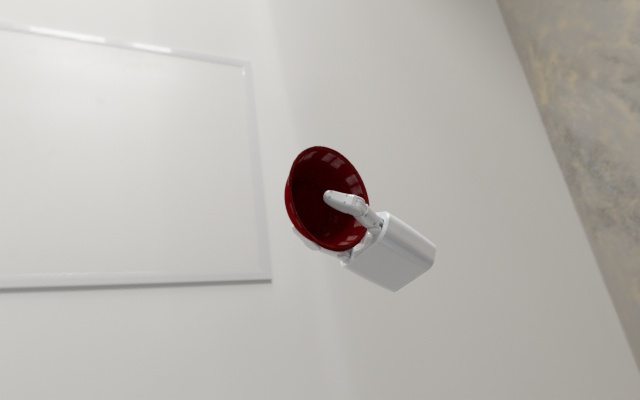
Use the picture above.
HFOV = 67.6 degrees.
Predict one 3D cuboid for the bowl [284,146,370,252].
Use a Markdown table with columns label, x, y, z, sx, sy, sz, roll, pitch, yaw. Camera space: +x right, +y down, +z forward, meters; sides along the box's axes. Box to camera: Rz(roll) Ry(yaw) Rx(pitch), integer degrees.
| label | x | y | z | sx | sy | sz | roll | pitch | yaw |
| --- | --- | --- | --- | --- | --- | --- | --- | --- | --- |
| bowl | -0.001 | 0.002 | 0.720 | 0.162 | 0.162 | 0.055 | 0 | -15 | -43 |
